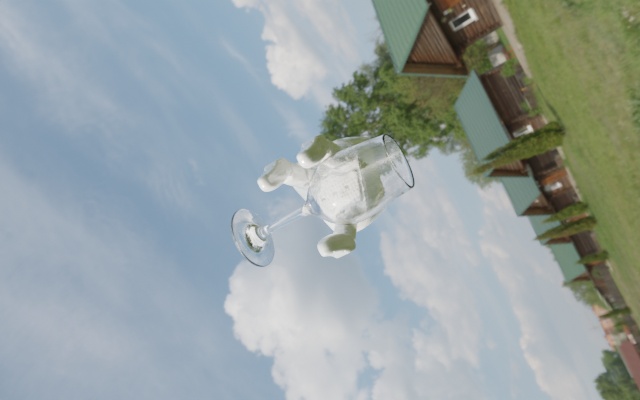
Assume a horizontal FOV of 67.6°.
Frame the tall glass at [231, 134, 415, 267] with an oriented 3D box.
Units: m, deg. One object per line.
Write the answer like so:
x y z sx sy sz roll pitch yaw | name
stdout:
0.000 0.002 0.524 0.201 0.079 0.079 -28 -13 25 | tall glass
